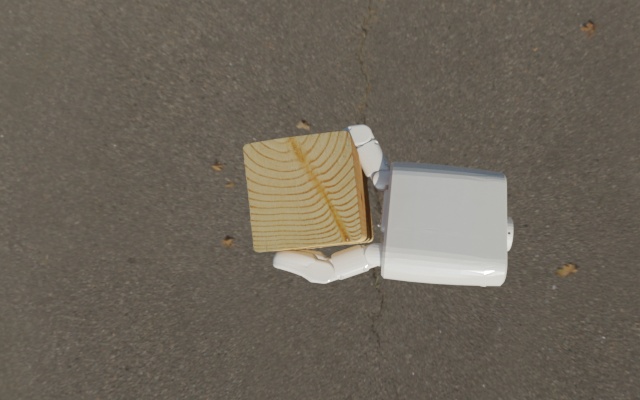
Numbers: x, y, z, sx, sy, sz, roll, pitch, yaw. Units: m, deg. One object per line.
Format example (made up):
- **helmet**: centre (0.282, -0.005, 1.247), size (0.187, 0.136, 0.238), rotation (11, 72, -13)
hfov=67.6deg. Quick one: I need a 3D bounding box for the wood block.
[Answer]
- **wood block**: centre (0.000, 0.001, 0.478), size (0.090, 0.091, 0.206), rotation (-7, -6, 8)
